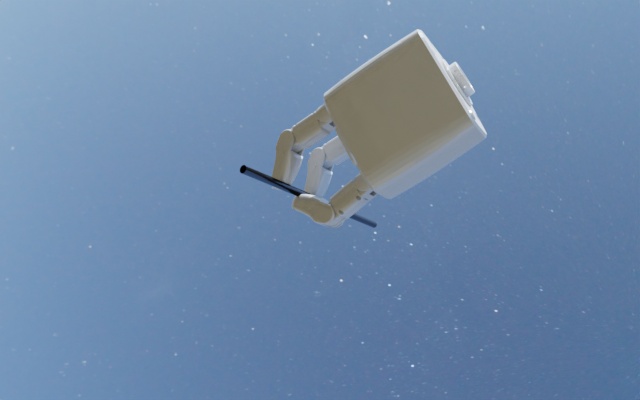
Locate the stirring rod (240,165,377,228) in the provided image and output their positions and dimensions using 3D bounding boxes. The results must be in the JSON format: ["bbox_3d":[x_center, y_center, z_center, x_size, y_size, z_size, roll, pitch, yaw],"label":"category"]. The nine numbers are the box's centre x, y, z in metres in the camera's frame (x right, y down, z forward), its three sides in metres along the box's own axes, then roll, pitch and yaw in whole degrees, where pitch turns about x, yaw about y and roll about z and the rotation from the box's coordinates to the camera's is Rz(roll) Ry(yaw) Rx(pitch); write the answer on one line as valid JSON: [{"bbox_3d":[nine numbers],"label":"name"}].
[{"bbox_3d":[0.000,0.002,0.516,0.011,0.011,0.239,0,-14,36],"label":"stirring rod"}]
